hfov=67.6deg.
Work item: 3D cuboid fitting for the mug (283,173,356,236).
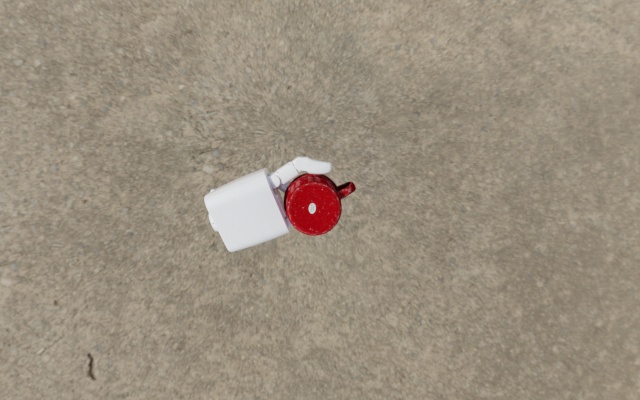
[{"bbox_3d":[0.001,0.002,0.729,0.117,0.093,0.081,-22,9,1],"label":"mug"}]
